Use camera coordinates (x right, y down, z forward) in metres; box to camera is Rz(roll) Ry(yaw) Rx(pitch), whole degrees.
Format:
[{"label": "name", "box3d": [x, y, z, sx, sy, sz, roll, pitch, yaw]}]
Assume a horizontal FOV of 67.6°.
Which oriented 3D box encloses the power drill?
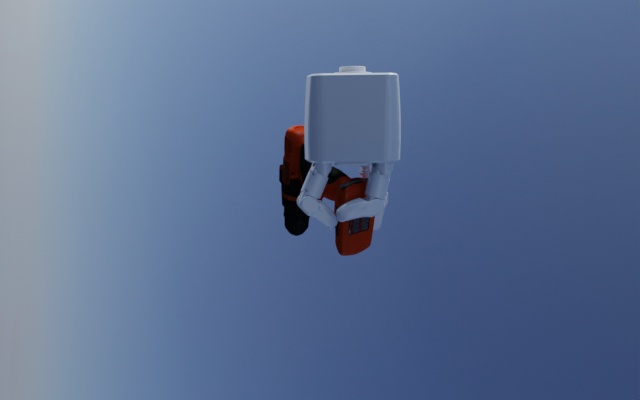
[{"label": "power drill", "box3d": [0.000, 0.002, 0.694, 0.057, 0.184, 0.187, -16, 34, -30]}]
